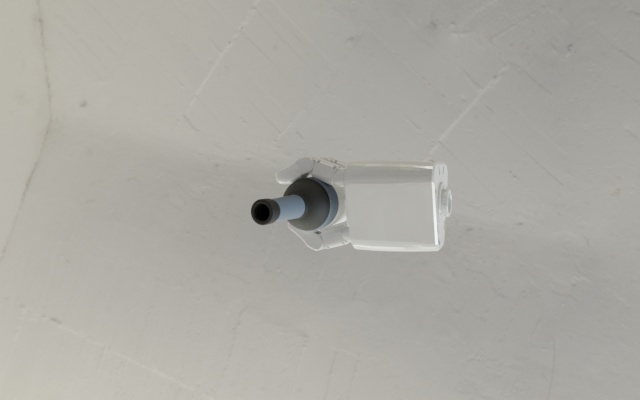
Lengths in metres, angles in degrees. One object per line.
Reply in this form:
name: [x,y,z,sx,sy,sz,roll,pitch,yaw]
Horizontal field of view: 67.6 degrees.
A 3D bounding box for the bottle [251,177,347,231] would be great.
bottle: [0.000,0.002,0.625,0.069,0.069,0.295,0,4,24]
